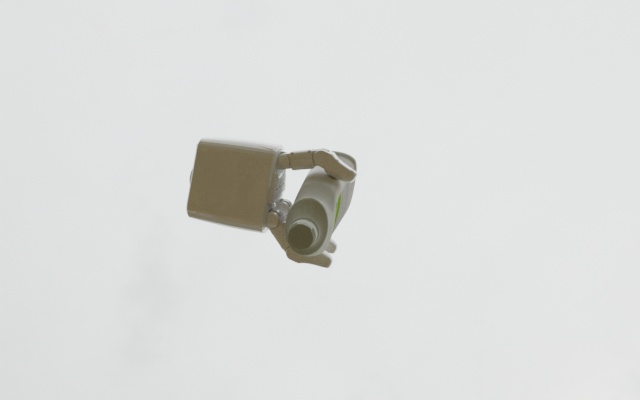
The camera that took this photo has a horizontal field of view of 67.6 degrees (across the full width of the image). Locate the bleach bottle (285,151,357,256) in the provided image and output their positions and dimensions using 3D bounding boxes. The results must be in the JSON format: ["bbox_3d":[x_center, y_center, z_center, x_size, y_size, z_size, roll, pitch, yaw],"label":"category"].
[{"bbox_3d":[0.000,0.002,0.621,0.068,0.102,0.250,9,15,7],"label":"bleach bottle"}]
